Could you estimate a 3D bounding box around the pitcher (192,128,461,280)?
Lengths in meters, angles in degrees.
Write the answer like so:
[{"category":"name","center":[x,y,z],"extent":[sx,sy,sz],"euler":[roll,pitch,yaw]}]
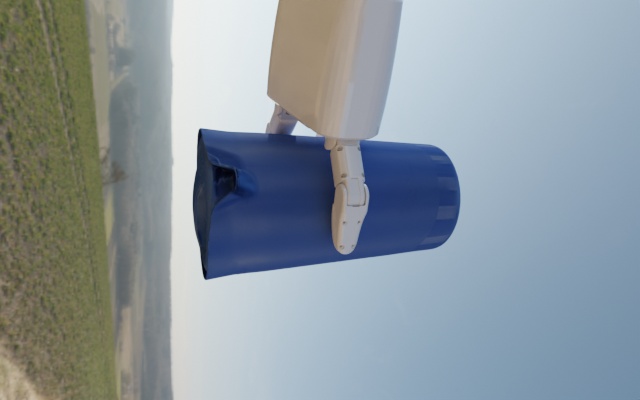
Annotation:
[{"category":"pitcher","center":[0.000,0.001,0.466],"extent":[0.243,0.145,0.149],"euler":[-2,31,-18]}]
